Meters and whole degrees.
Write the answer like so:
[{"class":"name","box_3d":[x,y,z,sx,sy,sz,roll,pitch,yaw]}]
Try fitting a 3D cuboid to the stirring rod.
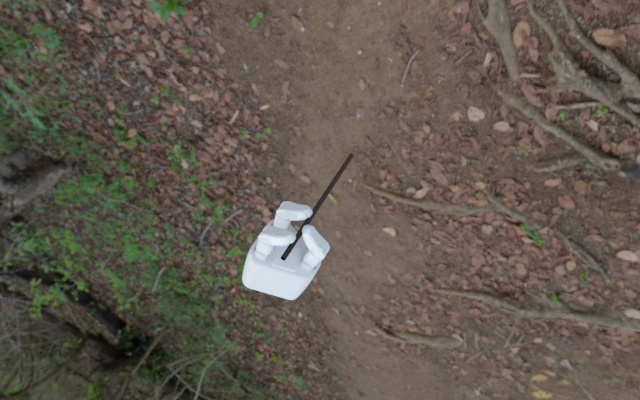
[{"class":"stirring rod","box_3d":[0.000,0.002,0.747,0.011,0.011,0.239,0,42,36]}]
